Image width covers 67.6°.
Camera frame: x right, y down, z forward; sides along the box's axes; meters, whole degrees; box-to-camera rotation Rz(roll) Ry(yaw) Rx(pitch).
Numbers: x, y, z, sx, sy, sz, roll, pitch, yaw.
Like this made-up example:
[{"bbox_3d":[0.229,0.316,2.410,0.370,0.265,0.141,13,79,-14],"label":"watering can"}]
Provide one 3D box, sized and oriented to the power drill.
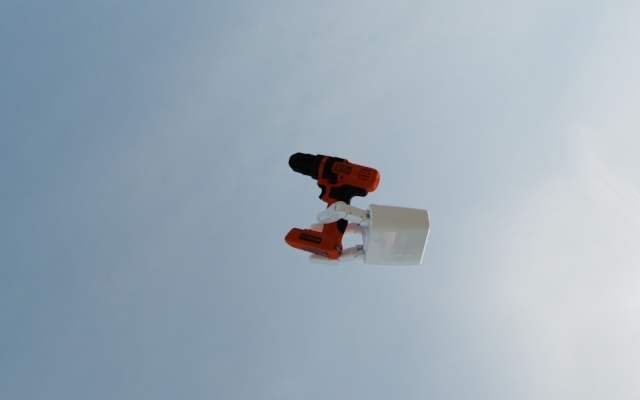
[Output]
[{"bbox_3d":[0.000,0.003,0.890,0.184,0.187,0.057,14,-16,21],"label":"power drill"}]
